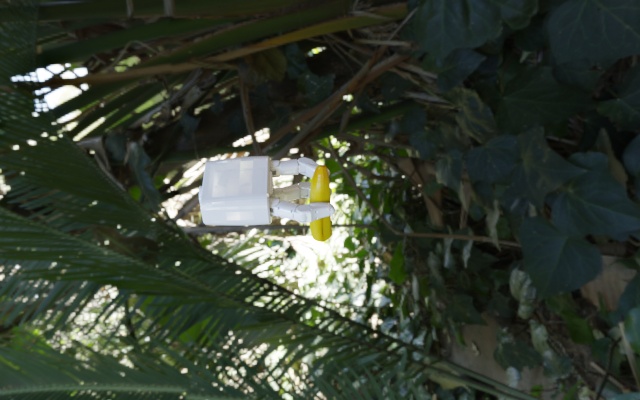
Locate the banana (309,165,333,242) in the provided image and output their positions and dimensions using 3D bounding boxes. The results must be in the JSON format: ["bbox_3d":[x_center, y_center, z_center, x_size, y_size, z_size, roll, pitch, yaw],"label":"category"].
[{"bbox_3d":[0.000,0.020,0.800,0.037,0.069,0.198,0,-30,2],"label":"banana"}]
